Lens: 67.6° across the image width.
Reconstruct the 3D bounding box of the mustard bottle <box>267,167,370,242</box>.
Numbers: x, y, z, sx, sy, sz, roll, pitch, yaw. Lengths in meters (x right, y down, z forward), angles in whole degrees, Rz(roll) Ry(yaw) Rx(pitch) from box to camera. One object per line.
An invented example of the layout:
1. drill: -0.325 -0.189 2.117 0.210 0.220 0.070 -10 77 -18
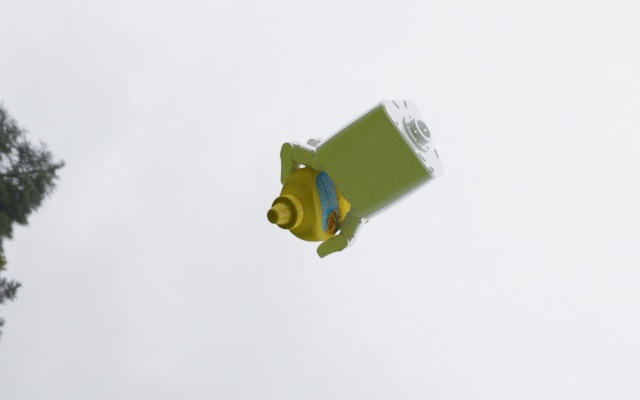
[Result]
1. mustard bottle: 0.000 0.002 0.614 0.058 0.096 0.191 -3 8 35
